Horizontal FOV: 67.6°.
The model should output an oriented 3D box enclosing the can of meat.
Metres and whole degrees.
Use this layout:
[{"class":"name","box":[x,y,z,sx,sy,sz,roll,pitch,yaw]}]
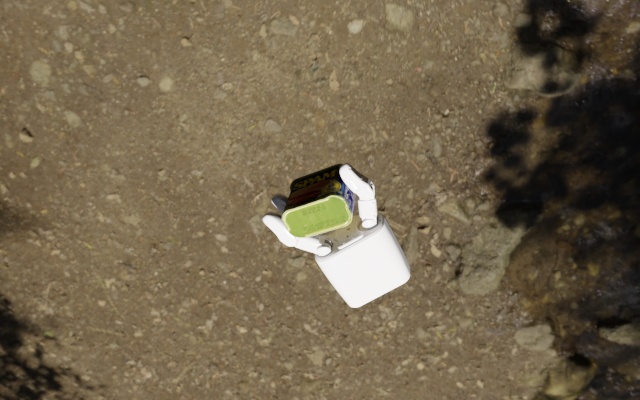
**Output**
[{"class":"can of meat","box":[0.000,0.002,0.677,0.102,0.057,0.084,-18,28,20]}]
